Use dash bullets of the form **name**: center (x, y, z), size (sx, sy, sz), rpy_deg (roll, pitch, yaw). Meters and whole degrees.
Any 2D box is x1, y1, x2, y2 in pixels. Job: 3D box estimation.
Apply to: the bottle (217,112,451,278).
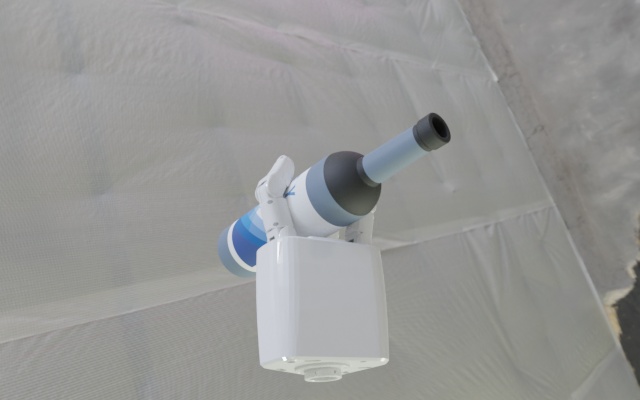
- **bottle**: center (0.000, 0.002, 0.469), size (0.069, 0.069, 0.296), rpy_deg (0, -23, -44)
